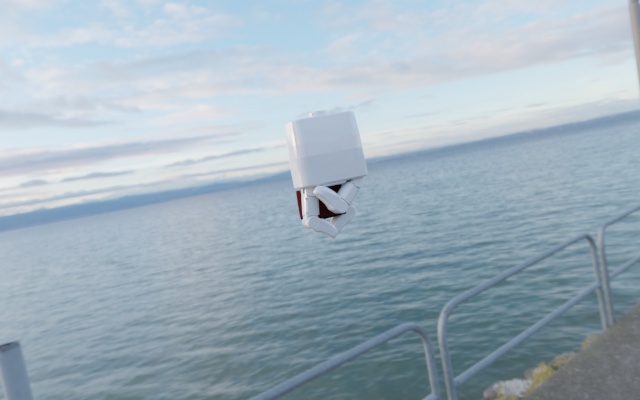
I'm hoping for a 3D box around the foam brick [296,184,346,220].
[{"bbox_3d":[0.000,0.003,0.804,0.053,0.051,0.078,-13,4,-27],"label":"foam brick"}]
